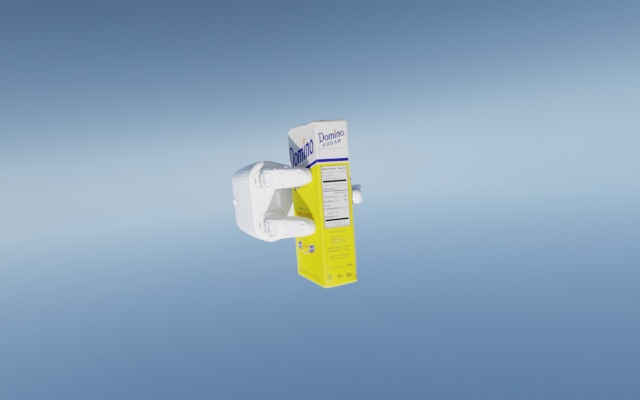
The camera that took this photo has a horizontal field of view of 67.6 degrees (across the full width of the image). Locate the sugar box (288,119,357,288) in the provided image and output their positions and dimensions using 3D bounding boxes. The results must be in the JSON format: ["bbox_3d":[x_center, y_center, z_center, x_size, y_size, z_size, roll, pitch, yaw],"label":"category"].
[{"bbox_3d":[0.000,0.002,0.541,0.048,0.176,0.093,-8,4,-22],"label":"sugar box"}]
